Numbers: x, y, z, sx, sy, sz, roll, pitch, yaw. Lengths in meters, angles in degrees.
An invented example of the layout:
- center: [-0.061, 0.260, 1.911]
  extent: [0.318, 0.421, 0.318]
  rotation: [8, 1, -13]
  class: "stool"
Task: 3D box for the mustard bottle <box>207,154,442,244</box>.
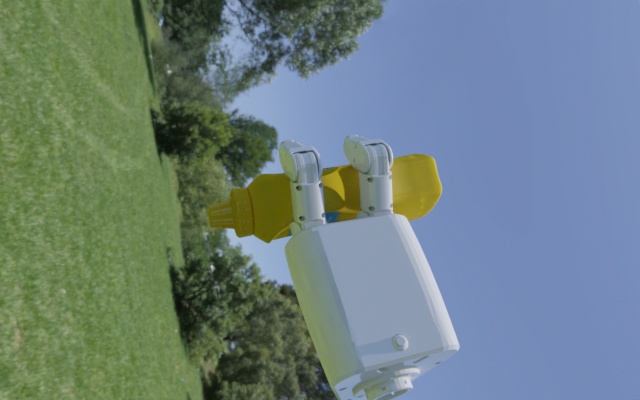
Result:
- center: [0.000, 0.001, 0.416]
  extent: [0.191, 0.058, 0.096]
  rotation: [-8, -10, -17]
  class: "mustard bottle"
